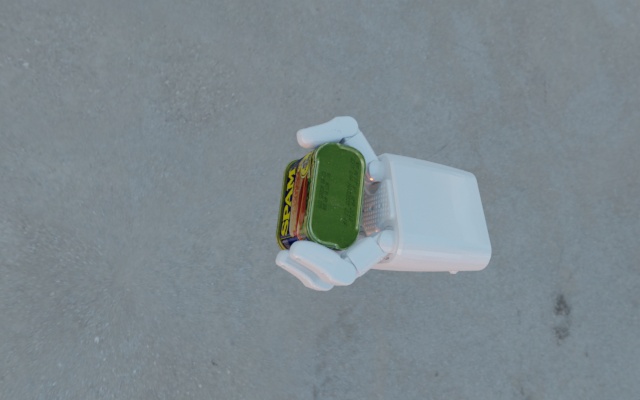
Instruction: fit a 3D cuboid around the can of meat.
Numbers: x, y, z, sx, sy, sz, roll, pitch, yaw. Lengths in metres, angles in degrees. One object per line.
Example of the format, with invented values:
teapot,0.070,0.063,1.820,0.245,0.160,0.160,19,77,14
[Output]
can of meat,0.000,0.001,0.459,0.057,0.102,0.084,11,-13,-21
